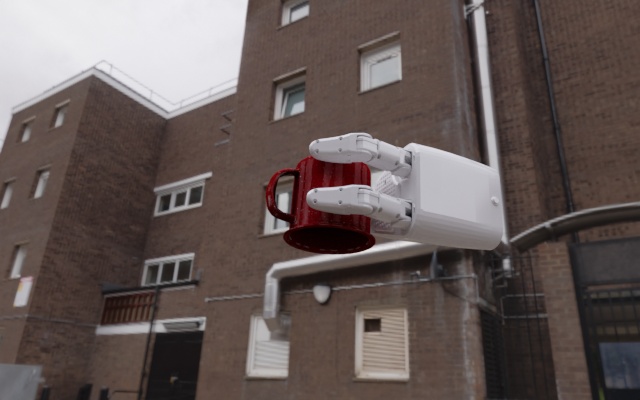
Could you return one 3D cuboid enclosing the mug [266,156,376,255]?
[{"bbox_3d":[-0.001,0.001,0.488,0.117,0.081,0.093,13,-24,-21],"label":"mug"}]
